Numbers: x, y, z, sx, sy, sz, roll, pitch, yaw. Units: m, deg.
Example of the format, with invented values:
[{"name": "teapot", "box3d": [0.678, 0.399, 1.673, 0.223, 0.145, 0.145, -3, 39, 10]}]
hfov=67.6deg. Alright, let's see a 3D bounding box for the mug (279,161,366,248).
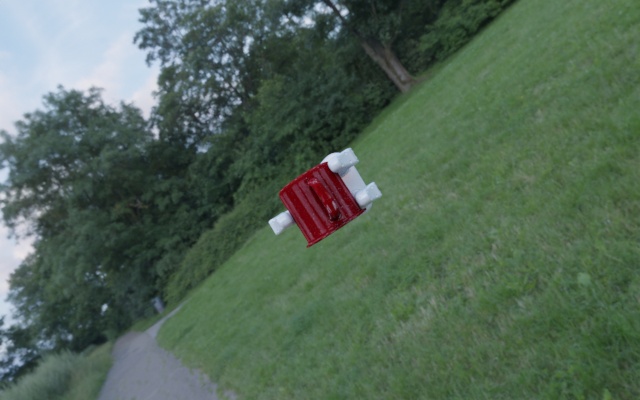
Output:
[{"name": "mug", "box3d": [0.000, 0.002, 0.610, 0.093, 0.081, 0.117, -33, -2, -5]}]
